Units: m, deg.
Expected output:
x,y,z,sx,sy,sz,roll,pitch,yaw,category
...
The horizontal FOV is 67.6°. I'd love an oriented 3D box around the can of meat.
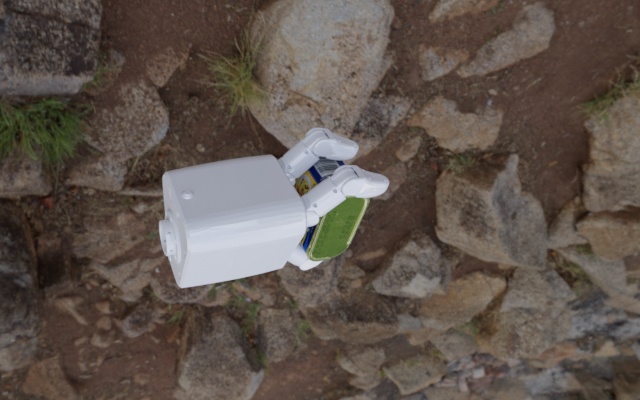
x,y,z,sx,sy,sz,roll,pitch,yaw,category
0.000,0.002,0.507,0.057,0.102,0.084,-7,46,-29,can of meat
